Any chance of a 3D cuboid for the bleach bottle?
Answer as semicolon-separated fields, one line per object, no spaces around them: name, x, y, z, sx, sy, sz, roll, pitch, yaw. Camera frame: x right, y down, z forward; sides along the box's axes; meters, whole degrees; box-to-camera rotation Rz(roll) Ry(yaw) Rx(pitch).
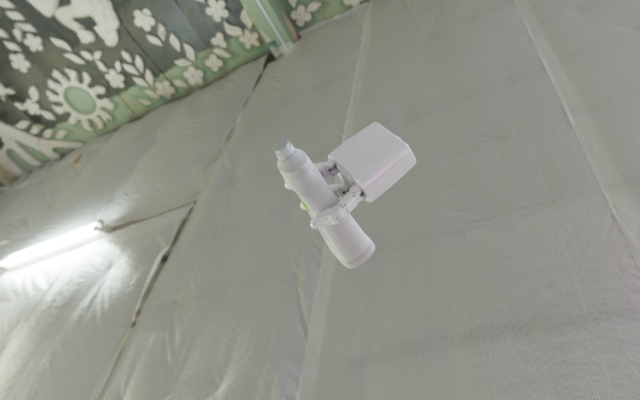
bleach bottle;0.000;0.003;0.819;0.068;0.251;0.102;-39;33;-7
